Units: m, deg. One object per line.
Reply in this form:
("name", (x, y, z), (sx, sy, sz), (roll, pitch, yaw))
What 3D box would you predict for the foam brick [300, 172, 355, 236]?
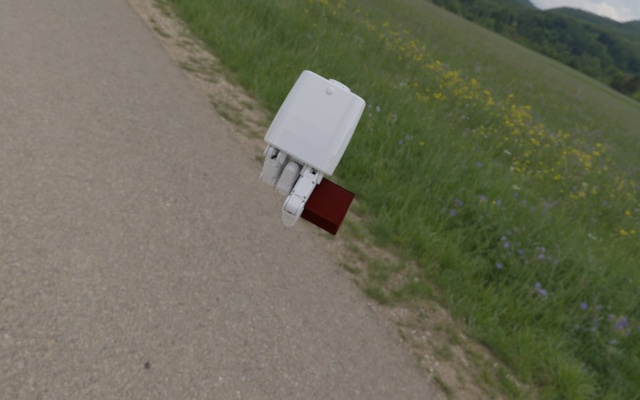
("foam brick", (0.000, 0.002, 0.647), (0.078, 0.051, 0.053), (29, -19, 5))
